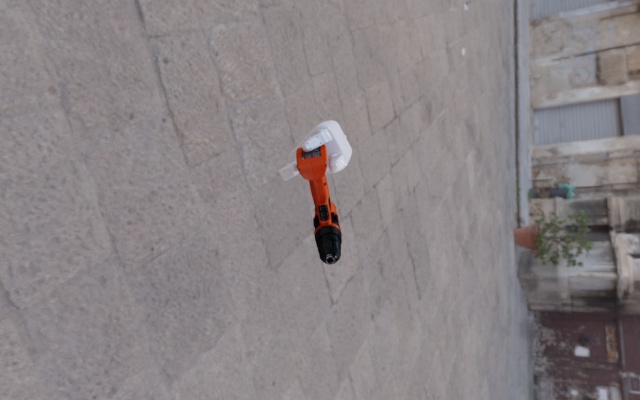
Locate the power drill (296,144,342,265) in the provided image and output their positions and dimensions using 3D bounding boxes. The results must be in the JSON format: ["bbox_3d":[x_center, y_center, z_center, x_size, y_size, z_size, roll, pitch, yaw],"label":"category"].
[{"bbox_3d":[0.000,0.002,0.888,0.057,0.188,0.184,-10,30,1],"label":"power drill"}]
